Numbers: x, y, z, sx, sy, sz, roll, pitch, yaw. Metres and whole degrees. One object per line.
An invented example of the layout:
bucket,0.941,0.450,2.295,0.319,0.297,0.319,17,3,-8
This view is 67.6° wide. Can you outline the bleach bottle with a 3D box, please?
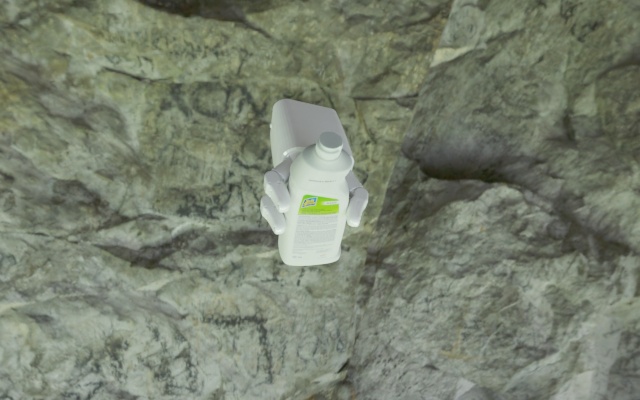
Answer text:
bleach bottle,0.000,0.002,0.664,0.102,0.068,0.251,-5,-35,-15
